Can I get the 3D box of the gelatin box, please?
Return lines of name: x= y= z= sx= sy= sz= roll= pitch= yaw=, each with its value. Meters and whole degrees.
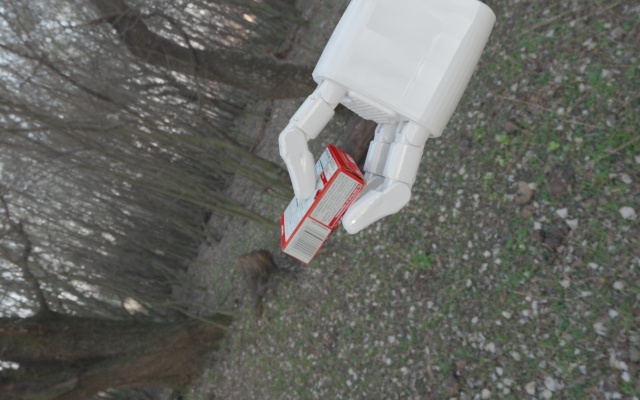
gelatin box: x=-0.001 y=0.001 z=0.419 sx=0.030 sy=0.089 sz=0.073 roll=31 pitch=14 yaw=-16
